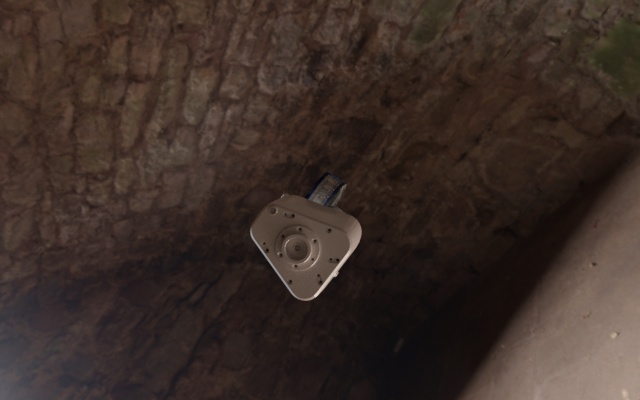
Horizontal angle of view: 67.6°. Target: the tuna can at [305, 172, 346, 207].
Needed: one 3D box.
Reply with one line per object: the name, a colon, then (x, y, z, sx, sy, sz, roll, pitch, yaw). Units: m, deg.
tuna can: (0.000, 0.002, 0.691, 0.034, 0.086, 0.086, 35, 5, 7)
